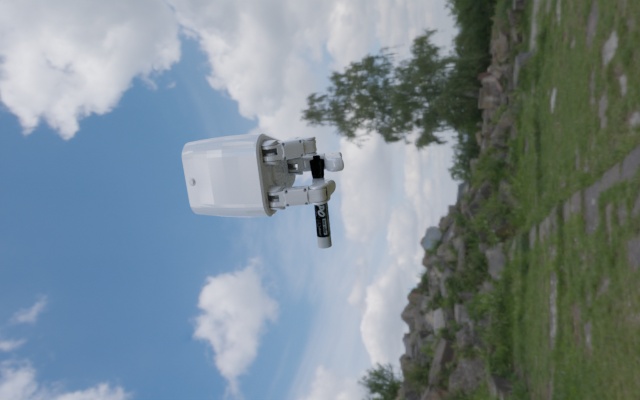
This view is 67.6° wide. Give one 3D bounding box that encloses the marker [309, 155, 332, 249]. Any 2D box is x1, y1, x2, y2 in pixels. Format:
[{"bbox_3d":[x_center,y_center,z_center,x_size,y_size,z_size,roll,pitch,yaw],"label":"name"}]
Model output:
[{"bbox_3d":[0.000,0.002,0.615,0.020,0.121,0.020,-5,13,1],"label":"marker"}]
